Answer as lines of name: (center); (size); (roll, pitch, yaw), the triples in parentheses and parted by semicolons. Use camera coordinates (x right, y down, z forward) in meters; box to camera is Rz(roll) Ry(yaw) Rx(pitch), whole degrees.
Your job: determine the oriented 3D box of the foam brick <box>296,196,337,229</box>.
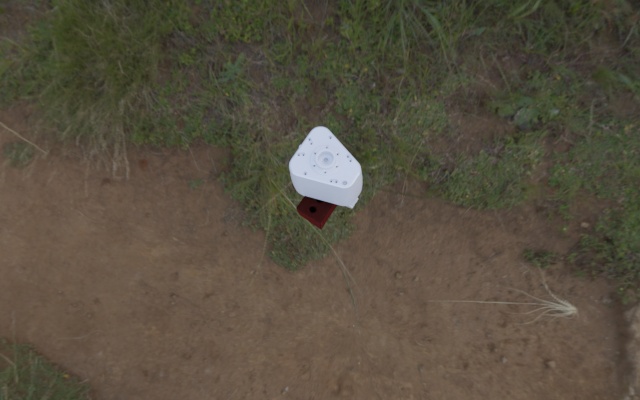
foam brick: (0.000, 0.003, 0.860); (0.053, 0.078, 0.051); (32, -10, 10)
